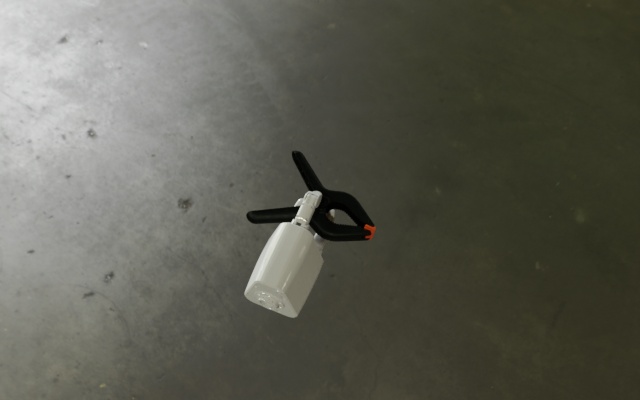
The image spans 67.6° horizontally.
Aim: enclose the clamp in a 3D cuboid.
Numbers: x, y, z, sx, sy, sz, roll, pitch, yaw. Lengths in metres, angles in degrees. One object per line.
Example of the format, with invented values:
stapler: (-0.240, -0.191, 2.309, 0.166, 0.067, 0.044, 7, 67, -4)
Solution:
clamp: (0.001, 0.003, 0.822, 0.210, 0.164, 0.036, 20, -29, 8)
